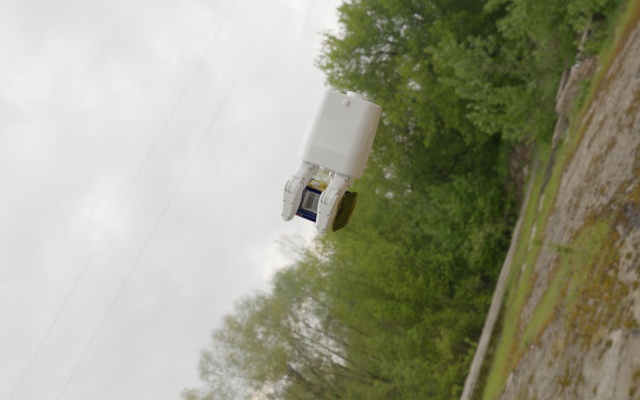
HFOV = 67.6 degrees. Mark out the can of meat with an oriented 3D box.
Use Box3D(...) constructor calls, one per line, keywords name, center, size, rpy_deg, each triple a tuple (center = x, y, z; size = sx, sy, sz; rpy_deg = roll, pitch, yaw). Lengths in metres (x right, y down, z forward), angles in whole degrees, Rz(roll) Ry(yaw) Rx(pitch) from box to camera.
Box3D(name="can of meat", center=(0.000, 0.002, 0.718), size=(0.084, 0.057, 0.102), rpy_deg=(21, 10, 15))
